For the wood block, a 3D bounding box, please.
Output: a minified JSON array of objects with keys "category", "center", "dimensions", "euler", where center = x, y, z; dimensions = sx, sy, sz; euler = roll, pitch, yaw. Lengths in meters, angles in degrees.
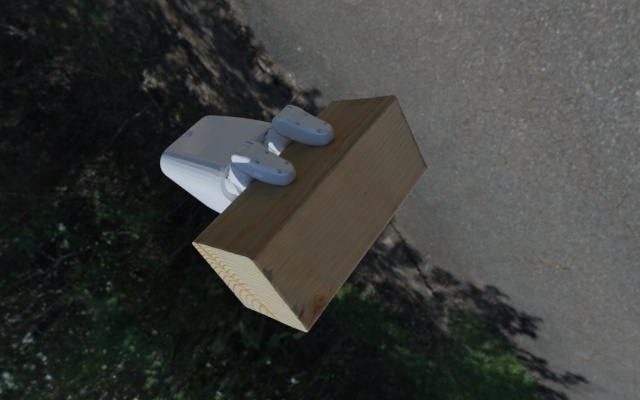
[{"category":"wood block","center":[0.000,0.002,0.438],"dimensions":[0.090,0.091,0.206],"euler":[7,47,46]}]
